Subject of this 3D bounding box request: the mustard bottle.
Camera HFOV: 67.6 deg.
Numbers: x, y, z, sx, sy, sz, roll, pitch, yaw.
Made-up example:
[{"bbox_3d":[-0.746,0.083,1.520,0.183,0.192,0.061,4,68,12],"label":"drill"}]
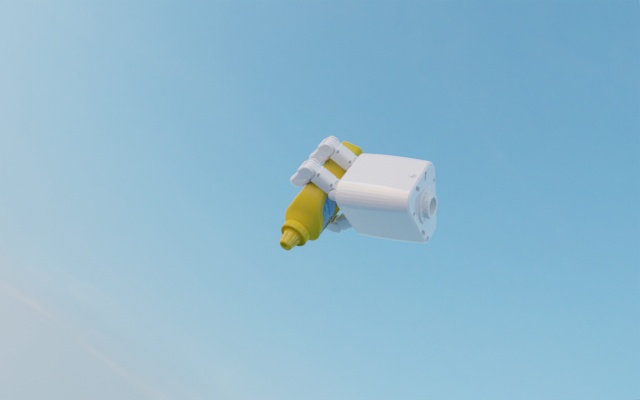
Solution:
[{"bbox_3d":[0.000,0.002,0.703,0.058,0.096,0.191,27,52,15],"label":"mustard bottle"}]
